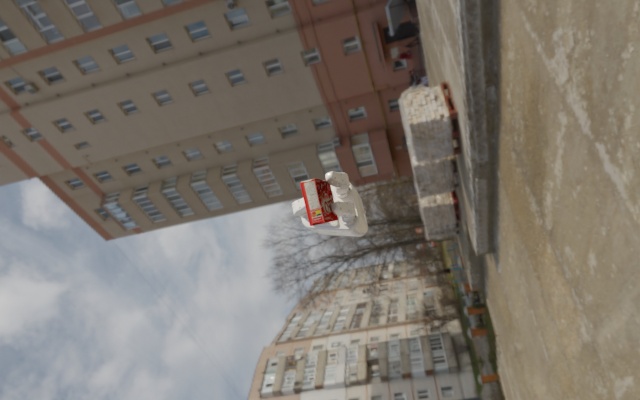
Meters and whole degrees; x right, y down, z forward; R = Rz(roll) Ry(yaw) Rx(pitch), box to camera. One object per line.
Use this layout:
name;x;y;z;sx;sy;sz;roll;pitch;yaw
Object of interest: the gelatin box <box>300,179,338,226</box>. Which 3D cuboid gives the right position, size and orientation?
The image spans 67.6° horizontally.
gelatin box;0.000;0.003;0.799;0.030;0.073;0.089;-14;-4;16
